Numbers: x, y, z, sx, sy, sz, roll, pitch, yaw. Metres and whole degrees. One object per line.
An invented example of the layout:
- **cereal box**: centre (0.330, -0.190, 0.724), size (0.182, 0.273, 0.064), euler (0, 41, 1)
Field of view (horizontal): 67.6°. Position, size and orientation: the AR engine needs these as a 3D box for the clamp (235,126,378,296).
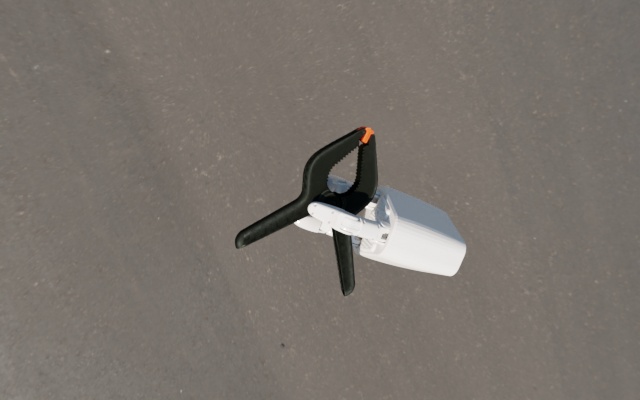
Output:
- **clamp**: centre (0.001, 0.002, 0.584), size (0.164, 0.210, 0.036), euler (19, 8, -15)
